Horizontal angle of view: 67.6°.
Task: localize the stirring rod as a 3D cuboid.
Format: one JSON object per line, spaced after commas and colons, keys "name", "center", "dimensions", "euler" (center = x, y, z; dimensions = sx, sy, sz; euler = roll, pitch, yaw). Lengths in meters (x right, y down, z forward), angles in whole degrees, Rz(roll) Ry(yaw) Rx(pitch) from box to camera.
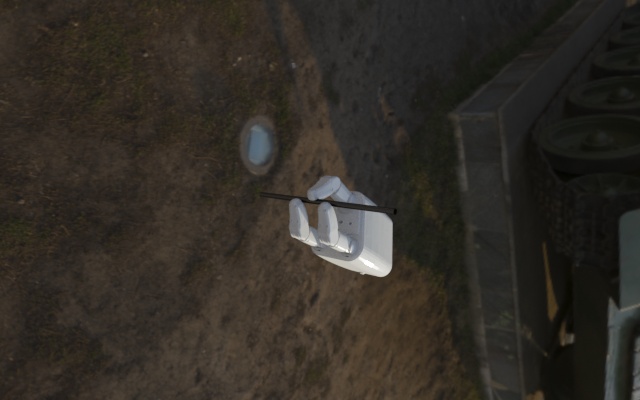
{"name": "stirring rod", "center": [0.000, 0.002, 0.666], "dimensions": [0.239, 0.011, 0.011], "euler": [7, 4, 39]}
